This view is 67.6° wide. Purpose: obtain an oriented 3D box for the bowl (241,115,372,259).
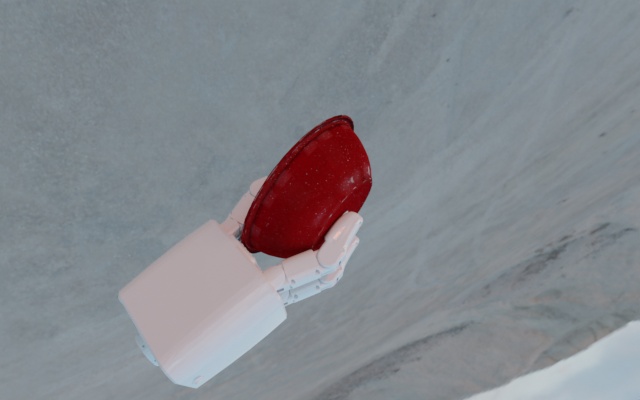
[{"bbox_3d":[0.001,0.001,0.453,0.055,0.162,0.162,37,11,15],"label":"bowl"}]
